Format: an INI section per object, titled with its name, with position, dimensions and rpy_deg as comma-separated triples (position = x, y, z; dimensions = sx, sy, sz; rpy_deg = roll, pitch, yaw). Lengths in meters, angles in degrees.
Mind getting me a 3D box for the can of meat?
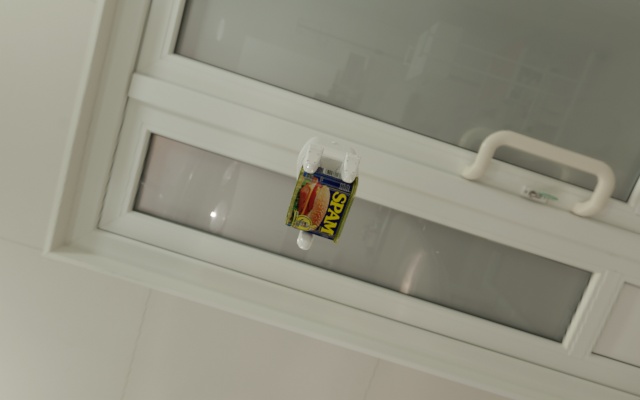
[can of meat]
position = 0.000, 0.002, 0.699
dimensions = 0.084, 0.102, 0.057
rpy_deg = 18, 25, -2
